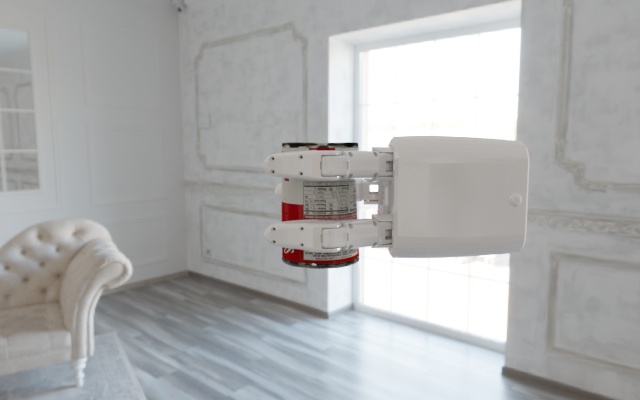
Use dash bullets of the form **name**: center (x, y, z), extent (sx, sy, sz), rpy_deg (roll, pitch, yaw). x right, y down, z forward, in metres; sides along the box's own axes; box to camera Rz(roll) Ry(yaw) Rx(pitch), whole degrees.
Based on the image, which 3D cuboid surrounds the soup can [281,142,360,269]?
- **soup can**: center (0.000, 0.001, 0.411), extent (0.068, 0.102, 0.068), rpy_deg (0, 6, 0)
